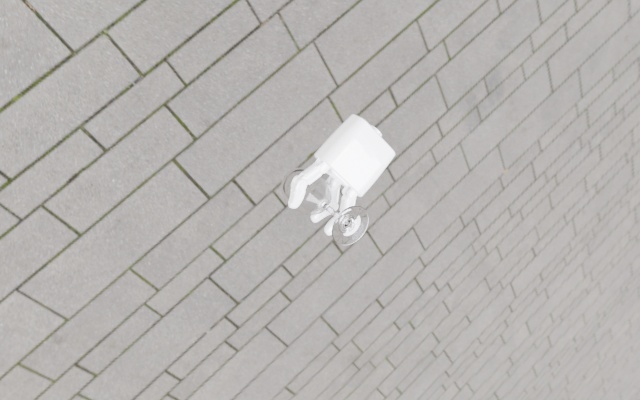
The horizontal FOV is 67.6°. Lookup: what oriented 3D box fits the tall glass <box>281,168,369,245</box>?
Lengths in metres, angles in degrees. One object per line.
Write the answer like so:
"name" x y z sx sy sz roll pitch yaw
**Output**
"tall glass" 0.000 0.003 0.877 0.079 0.079 0.201 0 23 -34
